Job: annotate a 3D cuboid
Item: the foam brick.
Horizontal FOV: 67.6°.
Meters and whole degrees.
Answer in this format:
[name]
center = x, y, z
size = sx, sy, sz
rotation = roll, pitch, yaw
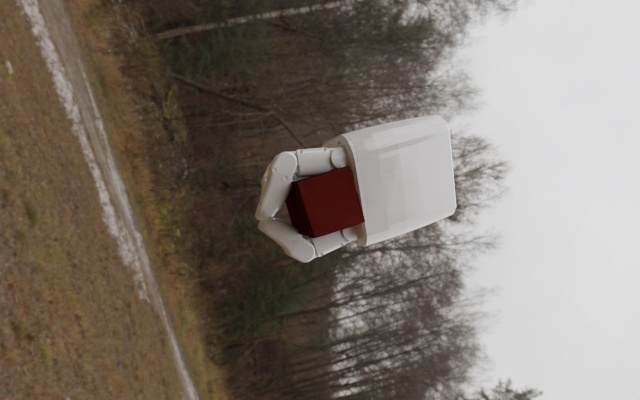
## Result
[foam brick]
center = 0.000, 0.002, 0.444
size = 0.051, 0.053, 0.078
rotation = -16, 4, -14
